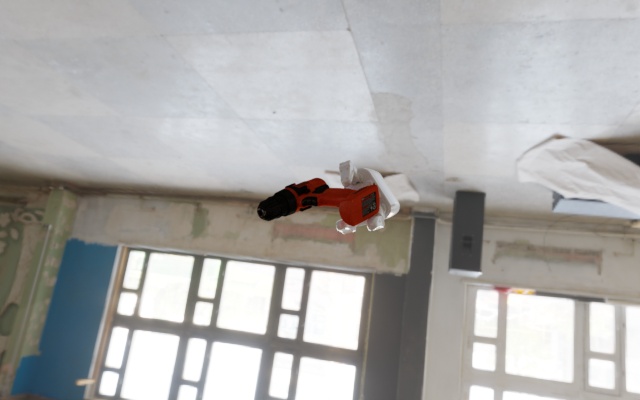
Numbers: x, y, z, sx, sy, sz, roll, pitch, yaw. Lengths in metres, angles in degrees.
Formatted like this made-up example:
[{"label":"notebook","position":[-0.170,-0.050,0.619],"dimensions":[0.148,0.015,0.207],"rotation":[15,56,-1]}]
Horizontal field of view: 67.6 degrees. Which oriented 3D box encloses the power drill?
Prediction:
[{"label":"power drill","position":[0.001,0.003,0.887],"dimensions":[0.187,0.057,0.184],"rotation":[9,24,37]}]
